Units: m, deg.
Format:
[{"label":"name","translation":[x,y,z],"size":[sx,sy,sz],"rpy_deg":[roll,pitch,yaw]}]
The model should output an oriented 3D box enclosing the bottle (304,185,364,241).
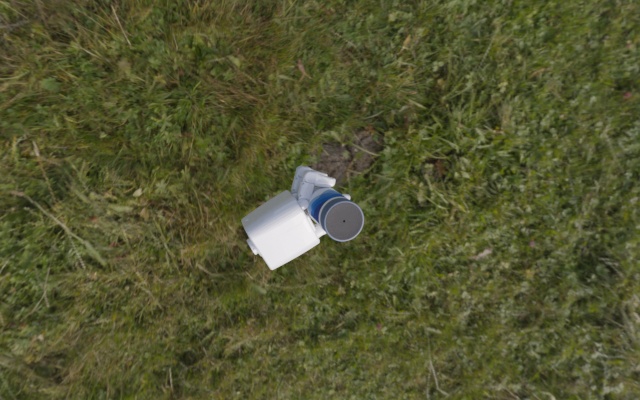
[{"label":"bottle","translation":[0.000,0.003,0.892],"size":[0.069,0.069,0.295],"rpy_deg":[0,12,-15]}]
